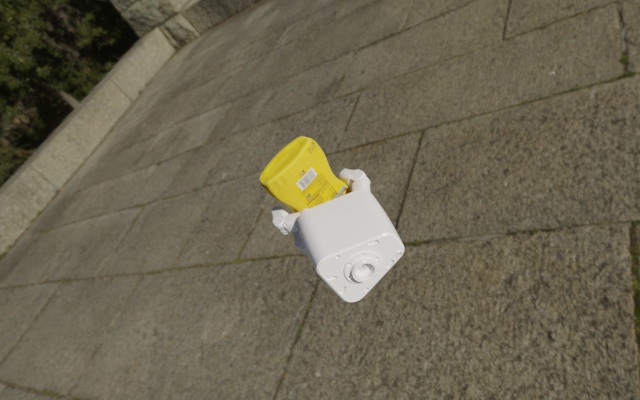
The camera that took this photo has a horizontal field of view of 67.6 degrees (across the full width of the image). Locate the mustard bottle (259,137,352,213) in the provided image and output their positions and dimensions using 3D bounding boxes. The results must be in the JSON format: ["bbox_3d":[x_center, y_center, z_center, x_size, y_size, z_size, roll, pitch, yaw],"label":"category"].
[{"bbox_3d":[0.000,0.002,0.718,0.058,0.096,0.192,24,-22,54],"label":"mustard bottle"}]
